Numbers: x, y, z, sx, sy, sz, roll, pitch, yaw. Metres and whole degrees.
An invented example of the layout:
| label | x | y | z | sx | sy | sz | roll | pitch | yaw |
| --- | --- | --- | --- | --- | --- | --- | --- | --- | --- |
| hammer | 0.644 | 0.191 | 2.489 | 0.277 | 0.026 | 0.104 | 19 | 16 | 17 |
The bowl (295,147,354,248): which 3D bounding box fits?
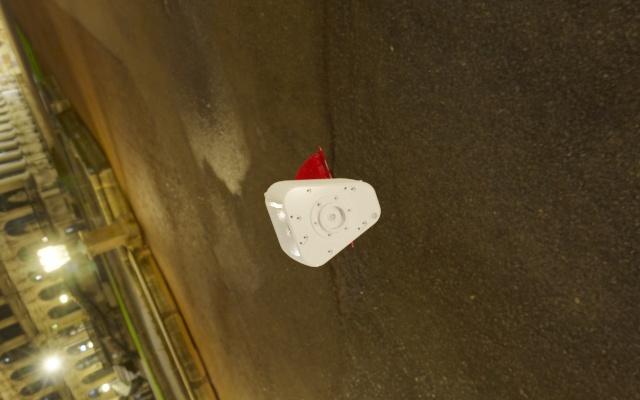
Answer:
| label | x | y | z | sx | sy | sz | roll | pitch | yaw |
| --- | --- | --- | --- | --- | --- | --- | --- | --- | --- |
| bowl | 0.000 | 0.003 | 0.729 | 0.055 | 0.162 | 0.162 | -18 | 0 | 1 |
